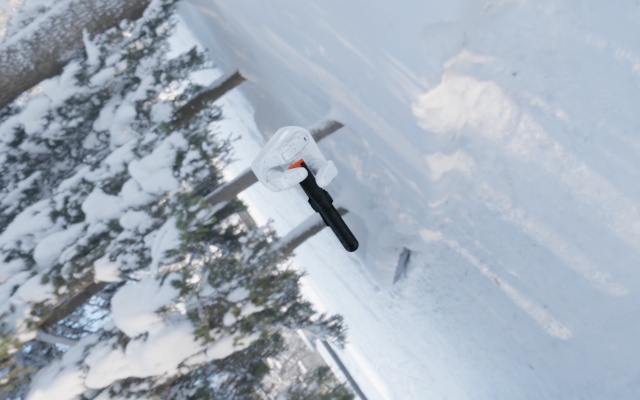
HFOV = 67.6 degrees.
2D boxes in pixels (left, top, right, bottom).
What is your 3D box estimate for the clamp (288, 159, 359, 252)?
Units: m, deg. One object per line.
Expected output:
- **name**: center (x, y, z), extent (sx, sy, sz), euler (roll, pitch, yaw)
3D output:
- **clamp**: center (0.000, 0.003, 0.796), extent (0.039, 0.171, 0.120), euler (-35, 19, -9)
